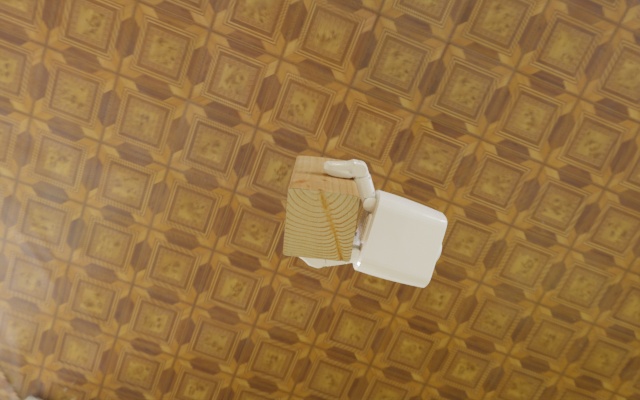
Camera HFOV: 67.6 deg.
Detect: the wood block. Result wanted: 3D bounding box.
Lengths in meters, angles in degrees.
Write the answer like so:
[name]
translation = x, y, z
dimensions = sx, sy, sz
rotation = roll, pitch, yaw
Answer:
[wood block]
translation = 0.001, 0.002, 0.691
dimensions = 0.090, 0.091, 0.206
rotation = 6, 16, -2
